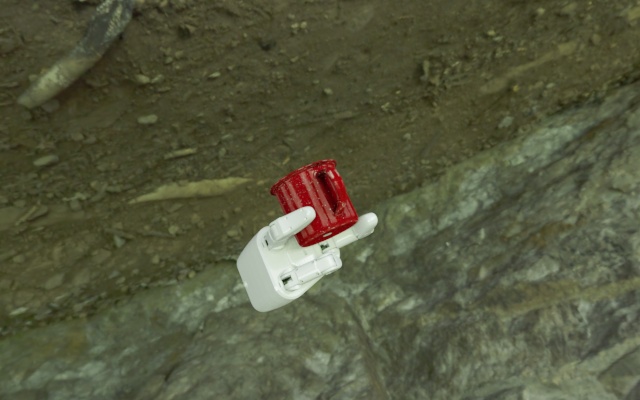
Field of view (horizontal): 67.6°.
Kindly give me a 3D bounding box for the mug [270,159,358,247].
[{"bbox_3d":[0.001,0.002,0.585,0.093,0.081,0.117,-18,-13,-32],"label":"mug"}]
